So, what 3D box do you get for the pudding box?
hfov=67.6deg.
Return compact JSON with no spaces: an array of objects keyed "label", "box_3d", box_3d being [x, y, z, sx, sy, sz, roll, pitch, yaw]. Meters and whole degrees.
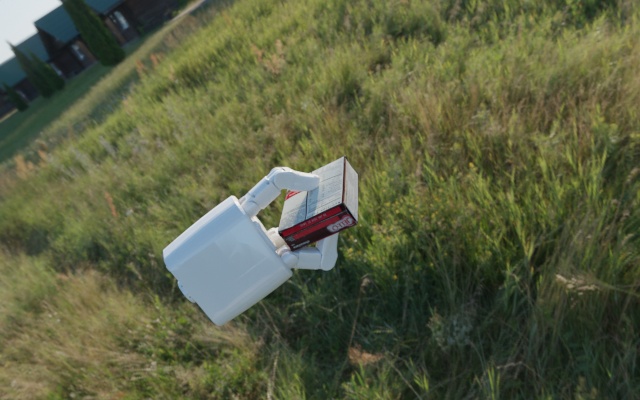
[{"label":"pudding box","box_3d":[0.000,0.002,0.582,0.090,0.039,0.113,-24,31,20]}]
